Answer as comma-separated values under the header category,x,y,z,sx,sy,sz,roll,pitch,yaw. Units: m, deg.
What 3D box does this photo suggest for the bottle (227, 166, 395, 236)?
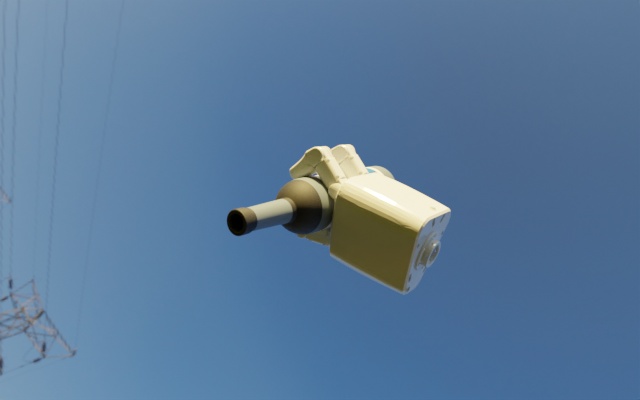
category,x,y,z,sx,sy,sz,roll,pitch,yaw
bottle,0.000,0.002,0.590,0.069,0.069,0.295,0,8,35
